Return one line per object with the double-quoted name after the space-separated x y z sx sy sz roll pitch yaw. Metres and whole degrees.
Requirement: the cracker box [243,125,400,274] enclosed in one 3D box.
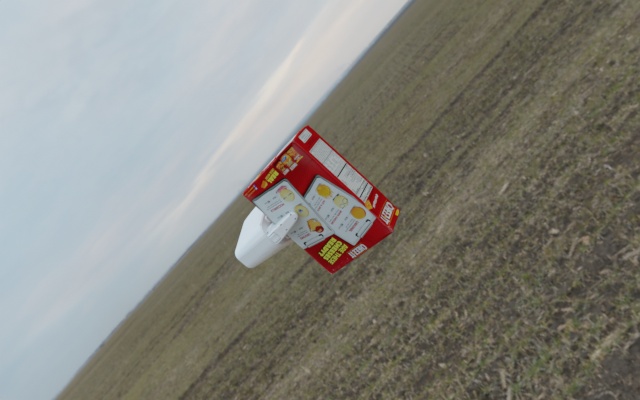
0.000 0.003 0.802 0.164 0.214 0.072 -41 11 40 "cracker box"
